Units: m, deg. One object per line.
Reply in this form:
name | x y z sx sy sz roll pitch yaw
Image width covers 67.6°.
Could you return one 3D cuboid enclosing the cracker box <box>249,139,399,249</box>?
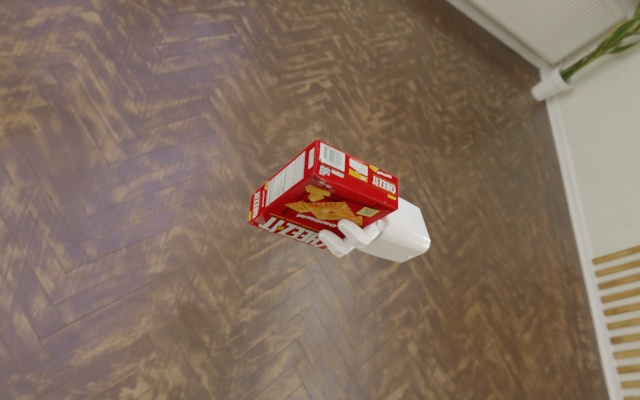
cracker box | 0.000 0.002 0.803 0.164 0.072 0.214 22 -35 -27
